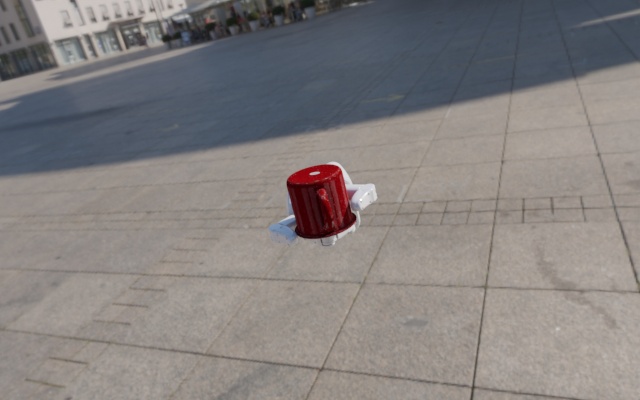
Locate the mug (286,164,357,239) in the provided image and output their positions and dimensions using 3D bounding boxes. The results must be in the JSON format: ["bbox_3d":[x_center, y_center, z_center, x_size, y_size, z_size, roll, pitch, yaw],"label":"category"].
[{"bbox_3d":[0.000,0.003,0.673,0.093,0.081,0.117,-14,20,-2],"label":"mug"}]
